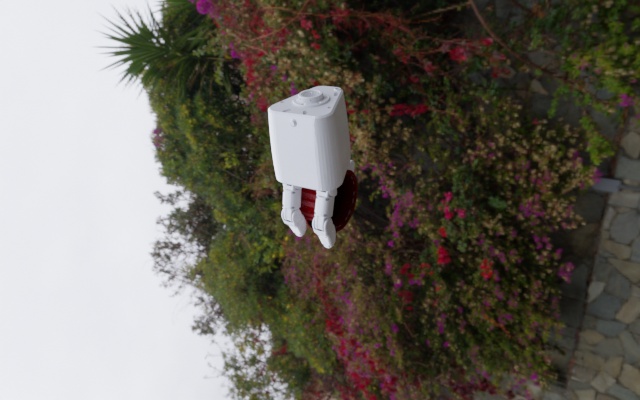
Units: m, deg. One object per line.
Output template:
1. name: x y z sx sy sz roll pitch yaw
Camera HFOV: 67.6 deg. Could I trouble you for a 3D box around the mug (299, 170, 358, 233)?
1. mug: 0.000 0.004 0.725 0.081 0.117 0.093 14 37 28
